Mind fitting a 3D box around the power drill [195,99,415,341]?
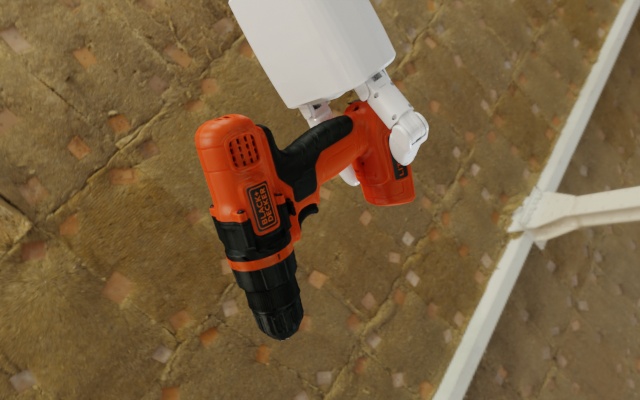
[{"bbox_3d":[0.000,0.001,0.405,0.187,0.184,0.057,-27,24,-36],"label":"power drill"}]
